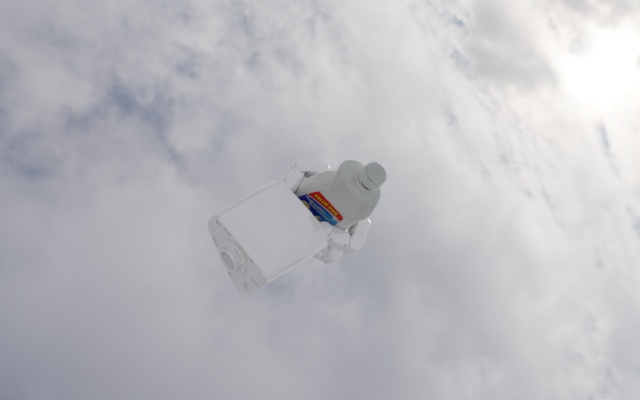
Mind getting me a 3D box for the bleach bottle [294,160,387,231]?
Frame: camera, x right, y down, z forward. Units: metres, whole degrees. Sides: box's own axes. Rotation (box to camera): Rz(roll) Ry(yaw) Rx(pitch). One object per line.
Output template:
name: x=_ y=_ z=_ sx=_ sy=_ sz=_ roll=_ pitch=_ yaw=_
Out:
bleach bottle: x=0.000 y=0.002 z=0.669 sx=0.068 sy=0.102 sz=0.251 roll=-31 pitch=-1 yaw=-37
